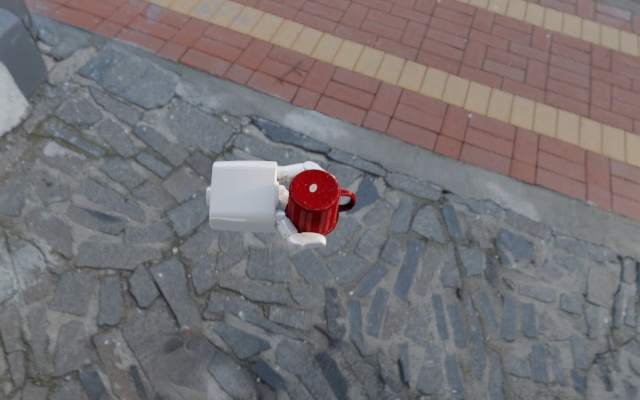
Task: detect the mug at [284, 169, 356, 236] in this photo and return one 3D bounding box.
[{"bbox_3d":[0.002,0.002,0.777,0.117,0.093,0.081,-1,-31,-6],"label":"mug"}]
